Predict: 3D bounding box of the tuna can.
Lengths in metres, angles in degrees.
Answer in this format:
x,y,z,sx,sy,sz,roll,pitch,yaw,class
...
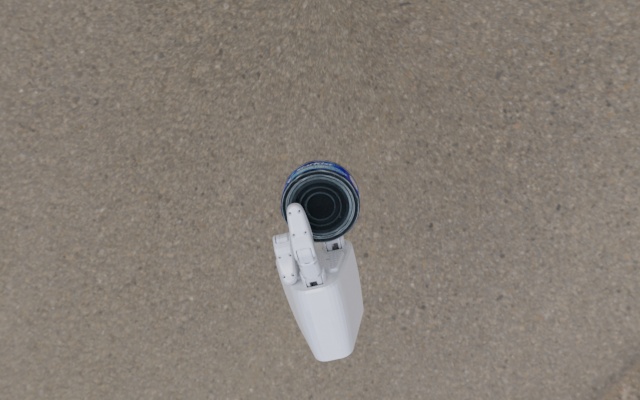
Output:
x,y,z,sx,sy,sz,roll,pitch,yaw,class
0.000,0.002,0.518,0.086,0.086,0.033,0,21,1,tuna can
